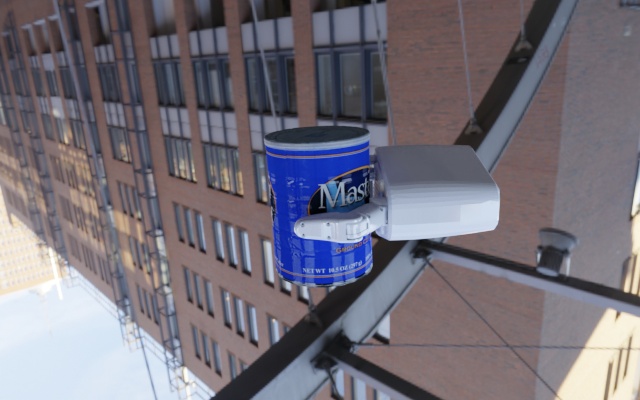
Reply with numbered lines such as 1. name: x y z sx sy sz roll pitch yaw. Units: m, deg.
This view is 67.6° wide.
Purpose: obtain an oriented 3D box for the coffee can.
1. coffee can: 0.000 0.001 0.482 0.103 0.140 0.102 -3 17 1
